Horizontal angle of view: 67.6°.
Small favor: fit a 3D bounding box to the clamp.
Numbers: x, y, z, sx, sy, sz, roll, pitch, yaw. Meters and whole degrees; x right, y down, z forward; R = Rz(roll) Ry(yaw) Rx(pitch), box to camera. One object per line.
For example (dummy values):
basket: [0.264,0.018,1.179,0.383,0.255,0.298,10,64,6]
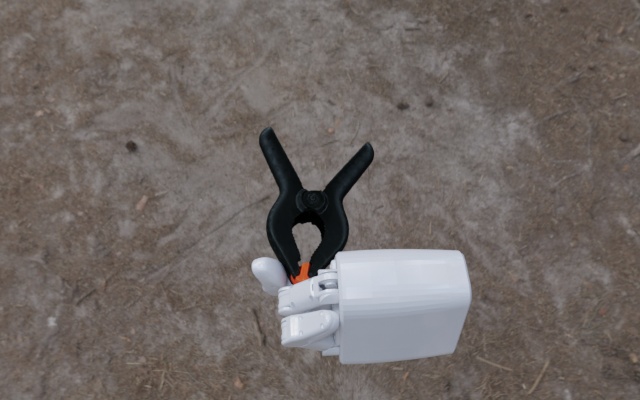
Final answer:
clamp: [0.000,0.001,0.469,0.120,0.171,0.039,-2,-25,-3]
